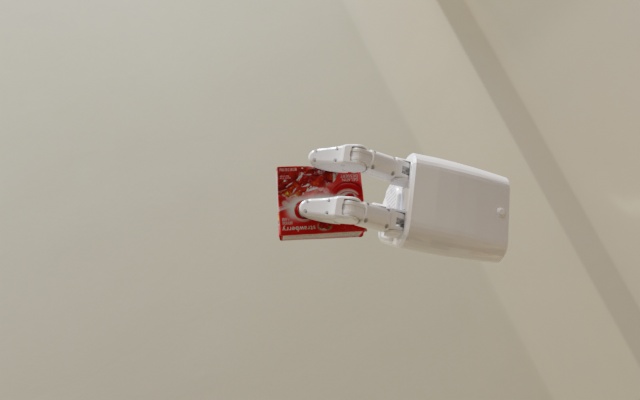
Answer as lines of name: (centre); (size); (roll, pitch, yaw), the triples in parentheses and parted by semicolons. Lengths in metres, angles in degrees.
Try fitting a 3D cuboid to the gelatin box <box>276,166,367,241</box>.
gelatin box: (0.000, 0.002, 0.492); (0.089, 0.073, 0.030); (-2, -17, -6)
